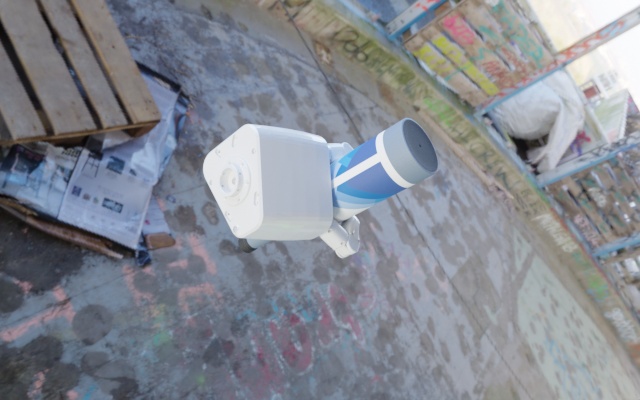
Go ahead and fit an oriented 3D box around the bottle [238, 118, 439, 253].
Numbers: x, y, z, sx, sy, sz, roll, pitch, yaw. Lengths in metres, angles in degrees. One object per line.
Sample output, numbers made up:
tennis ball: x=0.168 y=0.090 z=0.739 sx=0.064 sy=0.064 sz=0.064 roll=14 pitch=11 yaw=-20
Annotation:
bottle: x=0.000 y=0.002 z=0.583 sx=0.296 sy=0.069 sz=0.069 roll=-30 pitch=-18 yaw=35
